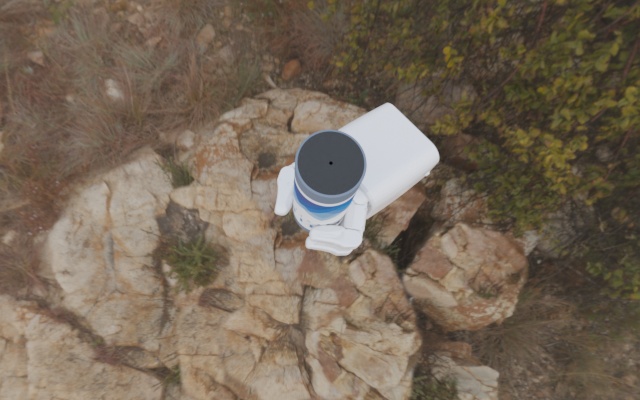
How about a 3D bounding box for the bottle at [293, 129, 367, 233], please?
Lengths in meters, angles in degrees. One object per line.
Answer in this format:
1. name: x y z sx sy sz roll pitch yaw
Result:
1. bottle: 0.000 0.002 0.579 0.069 0.069 0.296 0 -14 -4
